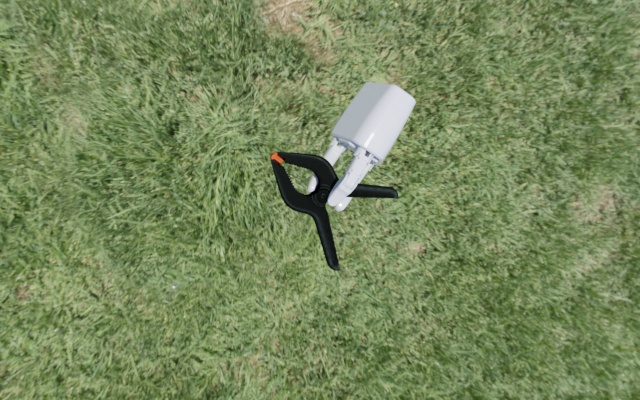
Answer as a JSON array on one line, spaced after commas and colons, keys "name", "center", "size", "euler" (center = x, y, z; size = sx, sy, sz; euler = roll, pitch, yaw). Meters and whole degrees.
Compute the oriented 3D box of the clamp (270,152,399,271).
[{"name": "clamp", "center": [0.000, 0.002, 0.754], "size": [0.210, 0.164, 0.036], "euler": [32, 0, -13]}]
